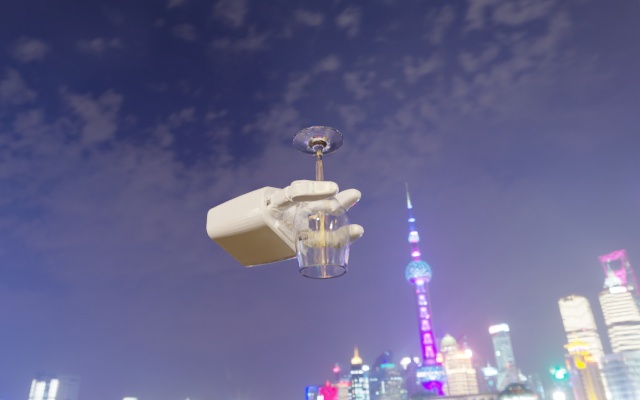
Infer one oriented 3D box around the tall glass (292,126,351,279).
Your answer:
[{"bbox_3d":[0.000,0.001,0.655,0.079,0.201,0.079,-2,-26,-1],"label":"tall glass"}]
